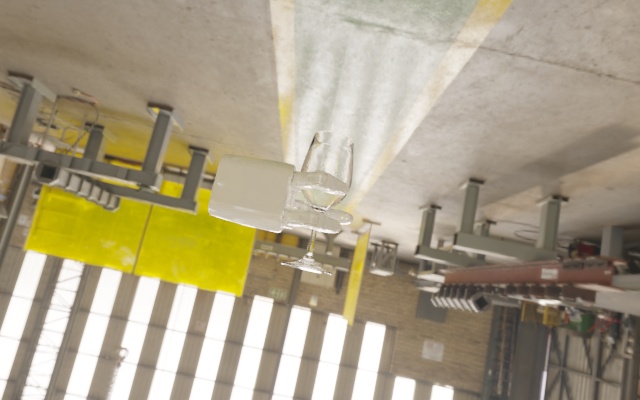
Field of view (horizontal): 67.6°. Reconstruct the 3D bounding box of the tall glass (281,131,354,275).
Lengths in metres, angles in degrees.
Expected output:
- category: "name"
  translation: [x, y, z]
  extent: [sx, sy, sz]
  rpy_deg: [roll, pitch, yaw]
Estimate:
- category: "tall glass"
  translation: [0.000, 0.003, 0.700]
  extent: [0.079, 0.201, 0.079]
  rpy_deg: [12, -11, 2]
